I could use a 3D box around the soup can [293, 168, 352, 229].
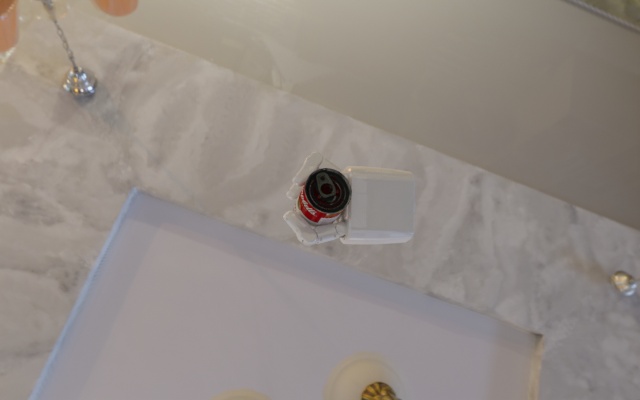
[{"bbox_3d":[0.000,0.003,0.710,0.068,0.068,0.102,0,-19,-14],"label":"soup can"}]
